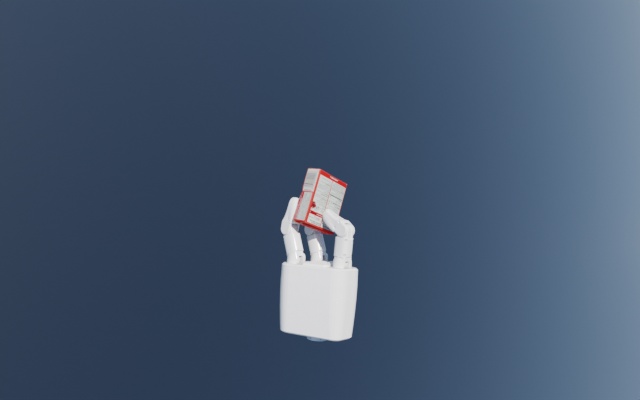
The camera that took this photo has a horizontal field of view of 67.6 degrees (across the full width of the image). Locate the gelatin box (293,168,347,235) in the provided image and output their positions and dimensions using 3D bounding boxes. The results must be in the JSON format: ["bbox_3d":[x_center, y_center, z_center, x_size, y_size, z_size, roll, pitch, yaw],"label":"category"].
[{"bbox_3d":[0.001,0.002,0.754,0.030,0.089,0.073,8,-12,42],"label":"gelatin box"}]
